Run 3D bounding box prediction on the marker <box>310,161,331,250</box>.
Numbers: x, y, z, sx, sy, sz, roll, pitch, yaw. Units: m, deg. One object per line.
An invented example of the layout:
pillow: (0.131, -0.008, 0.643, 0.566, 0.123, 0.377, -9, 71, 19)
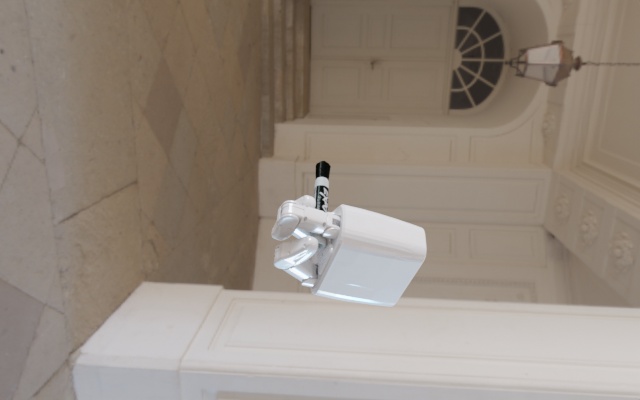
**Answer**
marker: (0.000, 0.002, 0.567, 0.020, 0.121, 0.020, 3, -35, 2)
